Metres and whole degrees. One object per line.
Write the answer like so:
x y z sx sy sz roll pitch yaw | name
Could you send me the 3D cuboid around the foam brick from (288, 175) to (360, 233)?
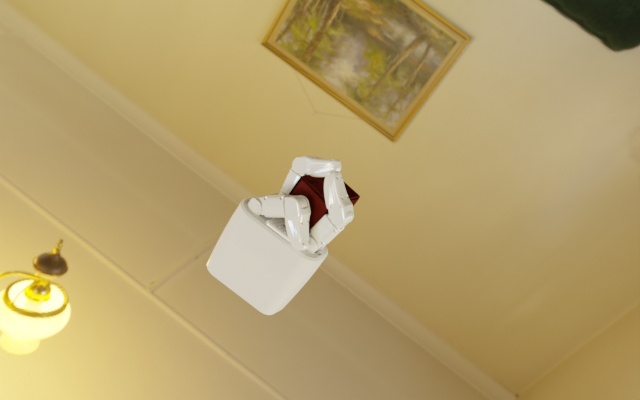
0.000 0.002 0.582 0.053 0.051 0.078 44 26 18 | foam brick
